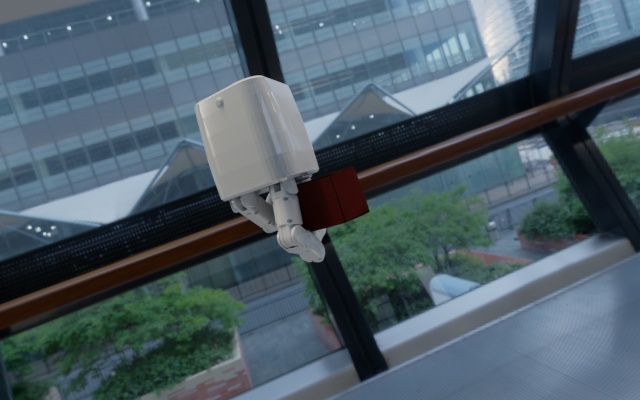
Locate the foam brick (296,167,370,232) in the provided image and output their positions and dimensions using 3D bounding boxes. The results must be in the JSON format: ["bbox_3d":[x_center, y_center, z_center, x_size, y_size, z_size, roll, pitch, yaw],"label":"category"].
[{"bbox_3d":[0.000,0.002,0.496,0.078,0.051,0.053,-16,2,33],"label":"foam brick"}]
